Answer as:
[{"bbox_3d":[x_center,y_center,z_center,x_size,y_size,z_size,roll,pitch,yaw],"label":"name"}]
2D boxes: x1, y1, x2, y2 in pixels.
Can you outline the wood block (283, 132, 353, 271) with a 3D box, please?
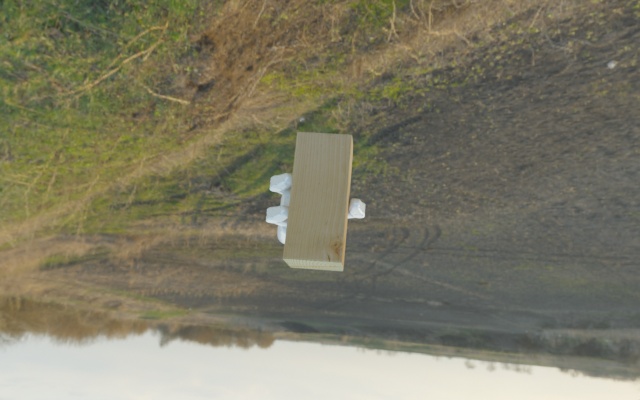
[{"bbox_3d":[0.000,0.003,0.772,0.091,0.206,0.090,4,-16,5],"label":"wood block"}]
